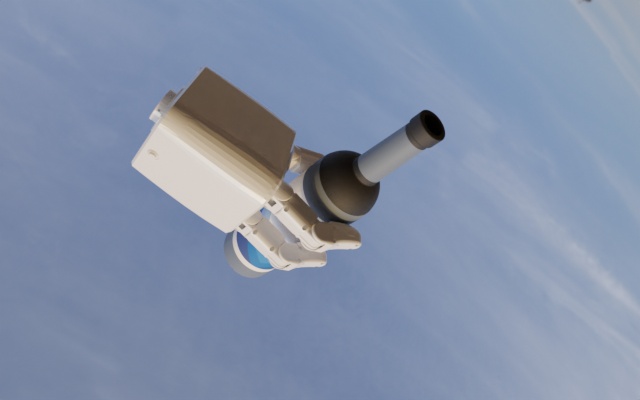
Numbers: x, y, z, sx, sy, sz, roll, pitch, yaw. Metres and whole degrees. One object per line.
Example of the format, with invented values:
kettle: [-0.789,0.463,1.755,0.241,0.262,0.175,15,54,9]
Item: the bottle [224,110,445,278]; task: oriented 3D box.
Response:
bottle: [0.000,0.002,0.466,0.069,0.069,0.296,0,-24,-39]
